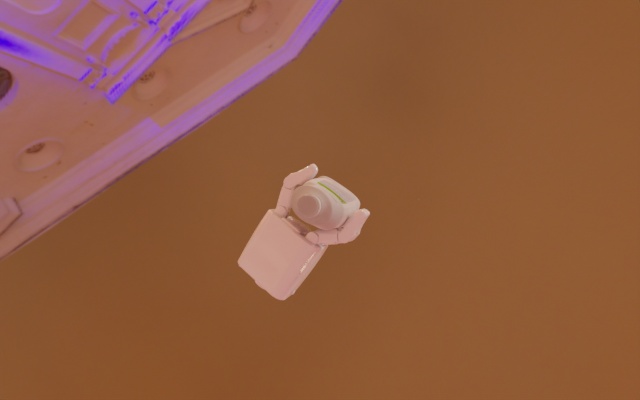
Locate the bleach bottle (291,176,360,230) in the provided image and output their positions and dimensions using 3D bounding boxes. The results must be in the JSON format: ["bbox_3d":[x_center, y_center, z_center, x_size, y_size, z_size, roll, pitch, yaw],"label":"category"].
[{"bbox_3d":[0.000,0.002,0.753,0.102,0.068,0.251,33,6,10],"label":"bleach bottle"}]
